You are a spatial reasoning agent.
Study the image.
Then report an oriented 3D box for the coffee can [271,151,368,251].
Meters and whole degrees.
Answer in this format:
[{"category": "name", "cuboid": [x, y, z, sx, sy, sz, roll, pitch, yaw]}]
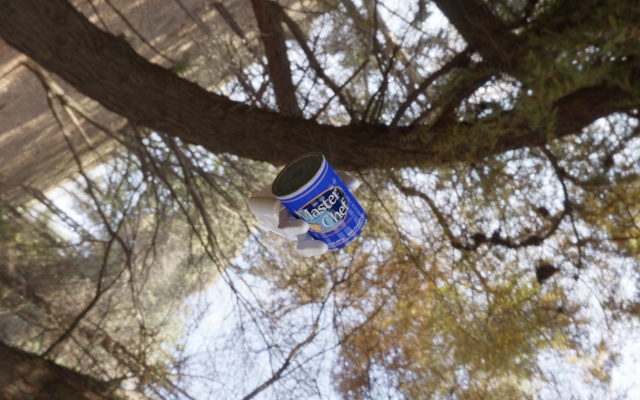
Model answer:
[{"category": "coffee can", "cuboid": [0.000, 0.003, 0.802, 0.103, 0.102, 0.140, 0, -42, 48]}]
